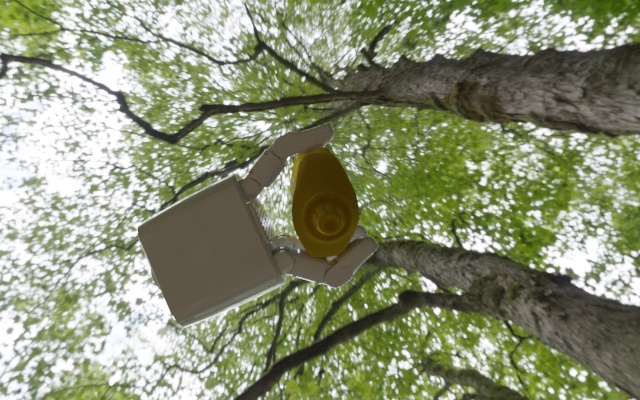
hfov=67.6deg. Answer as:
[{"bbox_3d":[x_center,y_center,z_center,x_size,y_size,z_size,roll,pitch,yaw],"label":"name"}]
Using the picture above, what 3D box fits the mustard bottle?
[{"bbox_3d":[0.000,0.001,0.456,0.058,0.096,0.191,-1,10,-4],"label":"mustard bottle"}]
